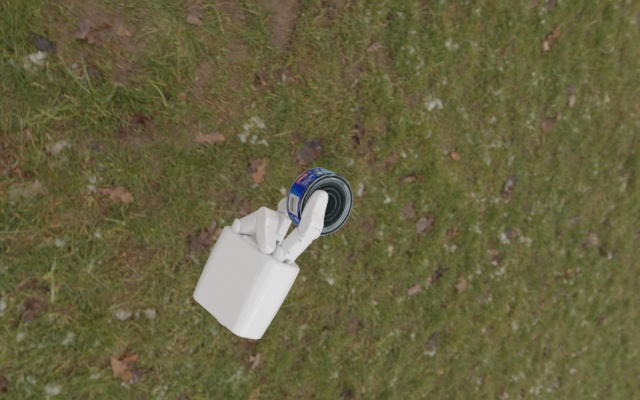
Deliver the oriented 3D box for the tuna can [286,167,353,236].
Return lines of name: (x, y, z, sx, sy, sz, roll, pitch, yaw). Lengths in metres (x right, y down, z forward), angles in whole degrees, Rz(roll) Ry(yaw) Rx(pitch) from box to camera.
tuna can: (0.000, 0.002, 0.623, 0.086, 0.086, 0.033, 0, 16, -35)
